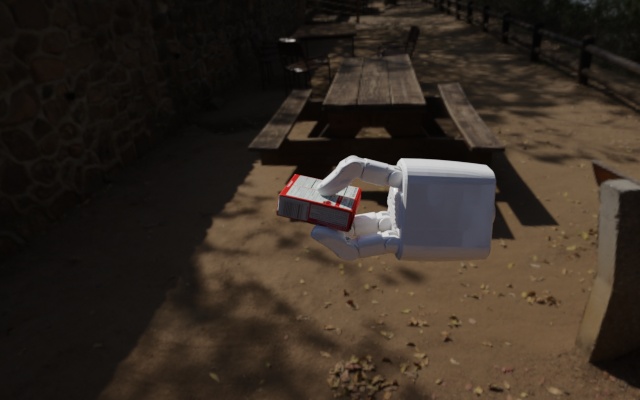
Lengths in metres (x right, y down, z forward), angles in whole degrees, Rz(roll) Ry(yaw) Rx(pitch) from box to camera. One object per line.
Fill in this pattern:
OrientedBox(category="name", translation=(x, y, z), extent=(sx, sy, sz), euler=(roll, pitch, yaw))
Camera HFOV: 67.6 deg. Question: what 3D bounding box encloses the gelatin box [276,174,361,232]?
OrientedBox(category="gelatin box", translation=(0.000, 0.001, 0.570), extent=(0.089, 0.030, 0.073), euler=(13, 25, 7))
